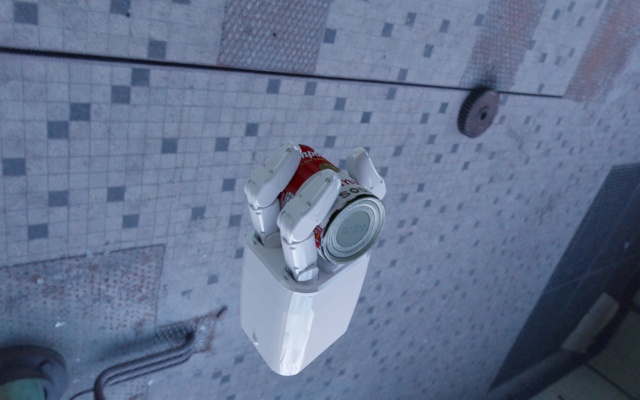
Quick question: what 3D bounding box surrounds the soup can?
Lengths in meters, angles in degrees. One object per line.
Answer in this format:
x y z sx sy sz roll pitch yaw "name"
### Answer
0.000 0.001 0.421 0.068 0.068 0.102 0 29 -40 "soup can"
